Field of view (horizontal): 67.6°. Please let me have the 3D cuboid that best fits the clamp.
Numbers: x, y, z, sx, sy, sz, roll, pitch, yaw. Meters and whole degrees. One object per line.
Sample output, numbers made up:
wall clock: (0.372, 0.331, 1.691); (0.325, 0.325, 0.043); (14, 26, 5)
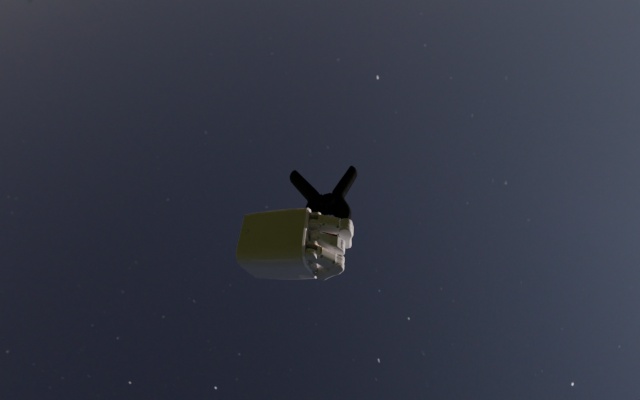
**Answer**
clamp: (0.000, 0.003, 0.814); (0.120, 0.171, 0.039); (-2, -45, 9)
